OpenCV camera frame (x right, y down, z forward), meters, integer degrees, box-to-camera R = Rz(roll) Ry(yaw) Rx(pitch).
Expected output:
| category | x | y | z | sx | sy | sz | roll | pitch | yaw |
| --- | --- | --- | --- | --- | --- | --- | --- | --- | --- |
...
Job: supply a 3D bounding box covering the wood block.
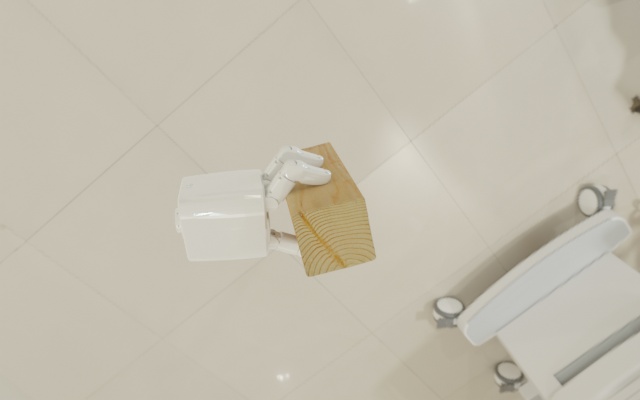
| category | x | y | z | sx | sy | sz | roll | pitch | yaw |
| --- | --- | --- | --- | --- | --- | --- | --- | --- | --- |
| wood block | 0.000 | 0.003 | 0.655 | 0.090 | 0.091 | 0.206 | -15 | 27 | -4 |
